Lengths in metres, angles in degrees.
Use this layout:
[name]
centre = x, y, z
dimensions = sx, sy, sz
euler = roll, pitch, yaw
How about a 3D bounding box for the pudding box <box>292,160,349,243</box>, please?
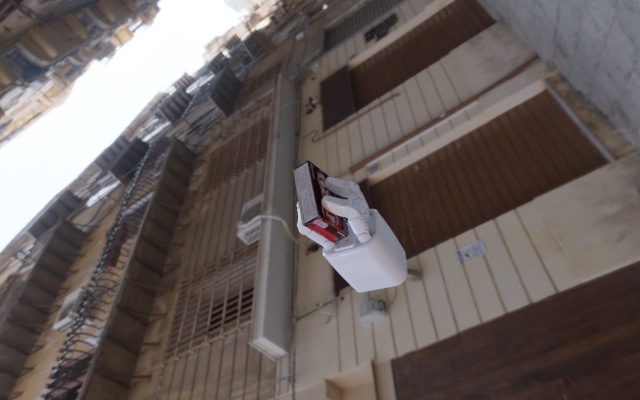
[pudding box]
centre = 0.000, 0.003, 0.778
dimensions = 0.039, 0.113, 0.090
euler = -29, -36, 21
